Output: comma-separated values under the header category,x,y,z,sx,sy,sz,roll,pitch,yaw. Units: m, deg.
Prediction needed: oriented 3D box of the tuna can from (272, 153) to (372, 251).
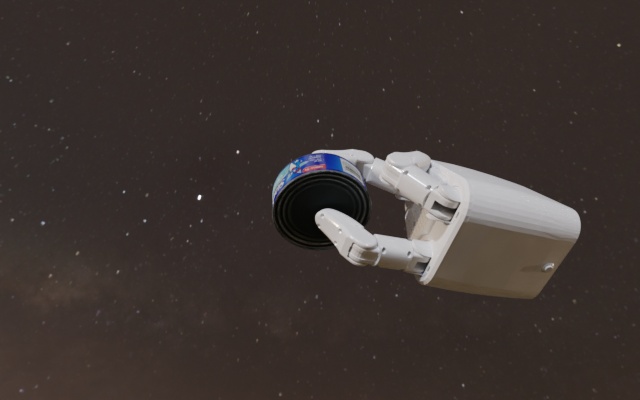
category,x,y,z,sx,sy,sz,roll,pitch,yaw
tuna can,0.000,0.001,0.422,0.086,0.086,0.033,0,36,-7
